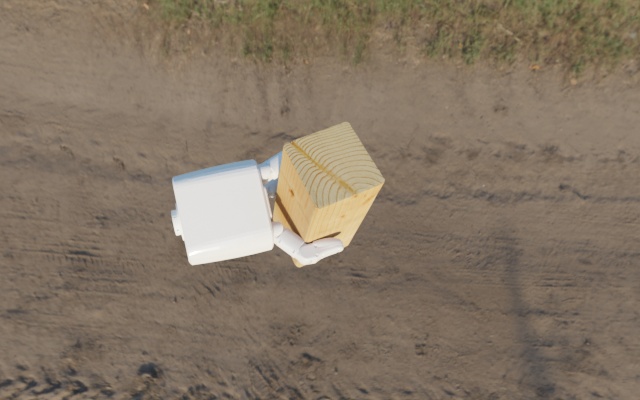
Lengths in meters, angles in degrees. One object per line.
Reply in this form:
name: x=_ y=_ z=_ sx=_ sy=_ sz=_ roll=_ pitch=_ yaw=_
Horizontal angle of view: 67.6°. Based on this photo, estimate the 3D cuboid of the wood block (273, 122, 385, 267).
wood block: x=0.000 y=0.002 z=0.628 sx=0.090 sy=0.090 sz=0.206 roll=-22 pitch=-20 yaw=-18
